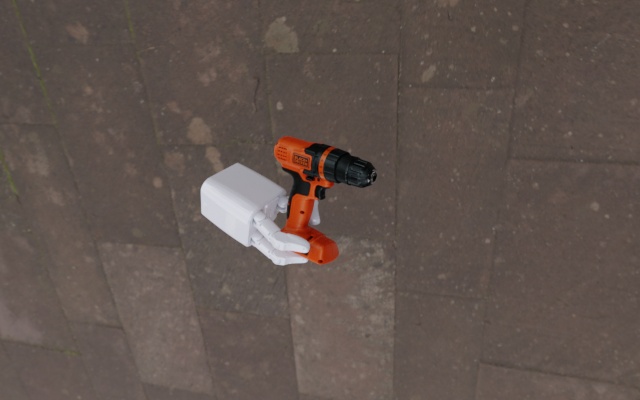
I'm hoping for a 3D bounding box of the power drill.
[{"bbox_3d":[0.000,0.003,0.759,0.184,0.188,0.057,22,26,35],"label":"power drill"}]
